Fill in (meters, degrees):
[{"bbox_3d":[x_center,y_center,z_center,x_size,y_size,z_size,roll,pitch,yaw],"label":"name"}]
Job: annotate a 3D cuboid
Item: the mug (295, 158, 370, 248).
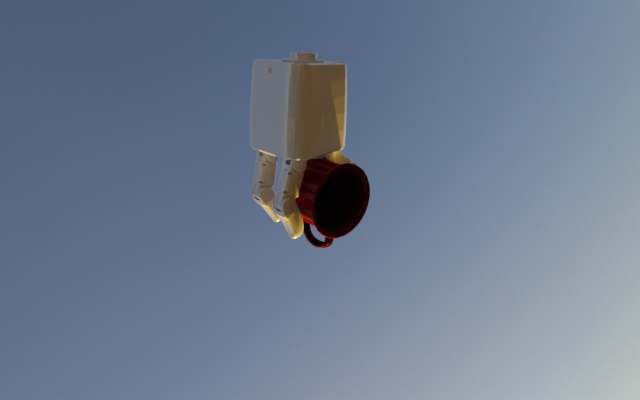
[{"bbox_3d":[0.000,0.003,0.601,0.093,0.117,0.081,-11,23,-38],"label":"mug"}]
